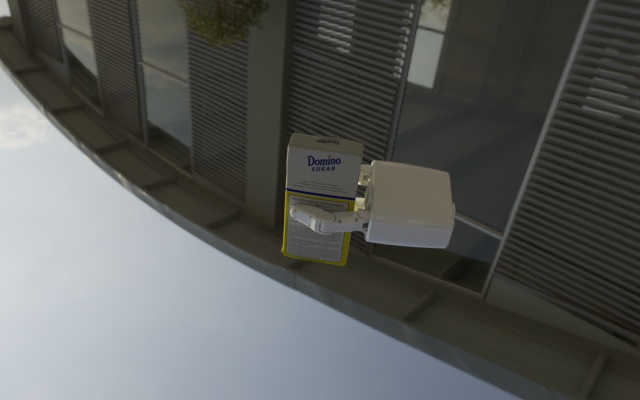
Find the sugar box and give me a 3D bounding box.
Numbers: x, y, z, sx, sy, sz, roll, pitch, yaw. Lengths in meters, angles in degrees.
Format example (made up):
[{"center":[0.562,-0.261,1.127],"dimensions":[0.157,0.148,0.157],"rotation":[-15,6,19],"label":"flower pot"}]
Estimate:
[{"center":[0.000,0.002,0.634],"dimensions":[0.093,0.176,0.048],"rotation":[9,31,3],"label":"sugar box"}]
